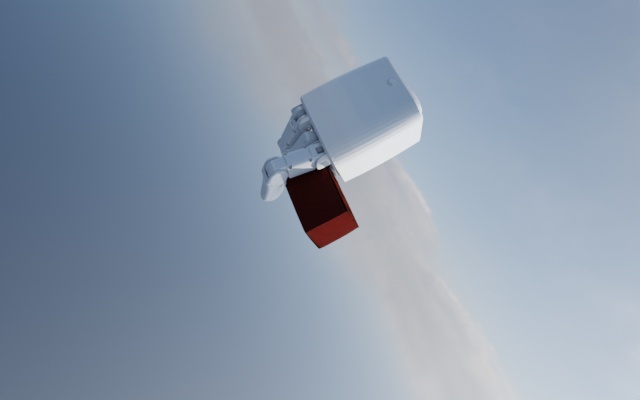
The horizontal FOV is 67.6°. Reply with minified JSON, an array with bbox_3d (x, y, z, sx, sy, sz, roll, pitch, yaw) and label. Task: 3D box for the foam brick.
[{"bbox_3d":[0.000,0.002,0.520,0.051,0.078,0.053,-27,-28,5],"label":"foam brick"}]
